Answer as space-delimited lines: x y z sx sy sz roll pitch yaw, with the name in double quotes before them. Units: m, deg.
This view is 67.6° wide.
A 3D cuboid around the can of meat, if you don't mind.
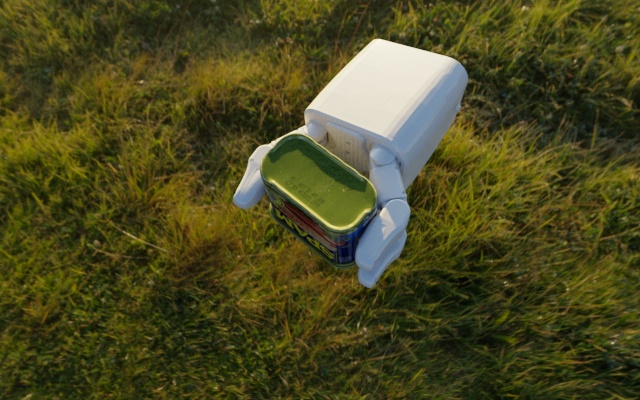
"can of meat" 0.000 0.001 0.401 0.102 0.057 0.084 37 -17 18
